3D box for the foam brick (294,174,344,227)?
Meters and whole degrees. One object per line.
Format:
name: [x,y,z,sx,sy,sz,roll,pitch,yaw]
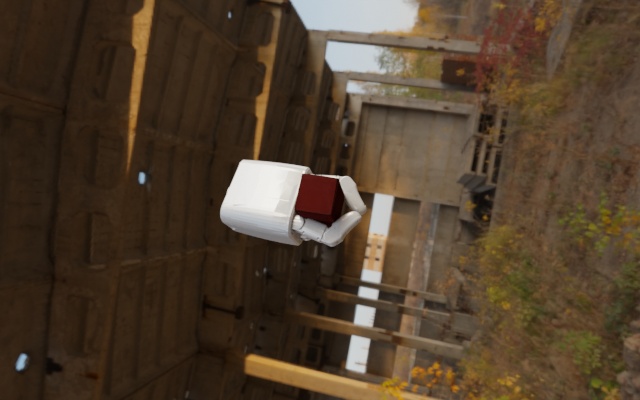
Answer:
foam brick: [0.000,0.002,0.653,0.051,0.053,0.078,10,-15,11]
